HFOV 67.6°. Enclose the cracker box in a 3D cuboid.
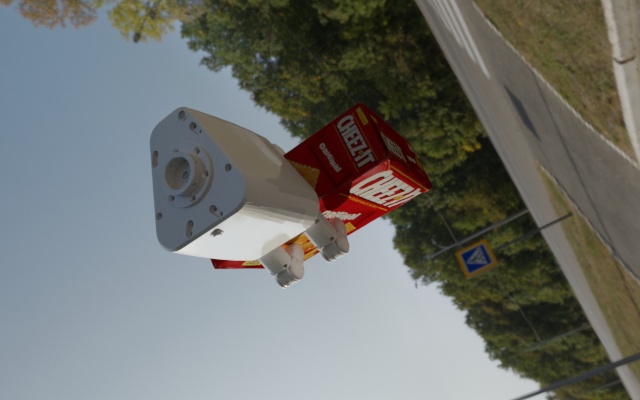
[{"bbox_3d":[0.000,0.002,0.526,0.214,0.072,0.164,-32,-20,19],"label":"cracker box"}]
